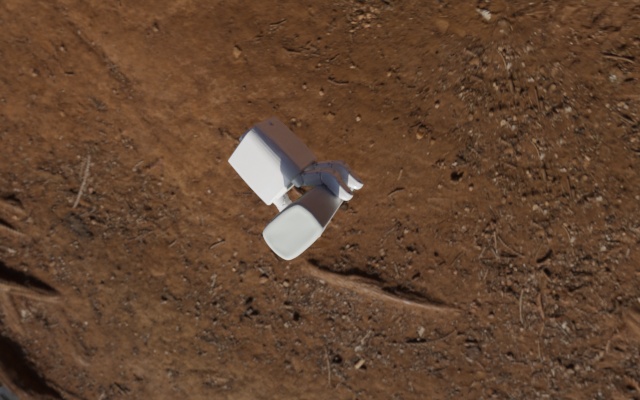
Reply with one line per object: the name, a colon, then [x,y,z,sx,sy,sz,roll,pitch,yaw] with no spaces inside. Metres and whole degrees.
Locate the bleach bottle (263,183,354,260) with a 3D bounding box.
bleach bottle: [0.000,0.003,0.814,0.102,0.068,0.250,-41,2,29]
